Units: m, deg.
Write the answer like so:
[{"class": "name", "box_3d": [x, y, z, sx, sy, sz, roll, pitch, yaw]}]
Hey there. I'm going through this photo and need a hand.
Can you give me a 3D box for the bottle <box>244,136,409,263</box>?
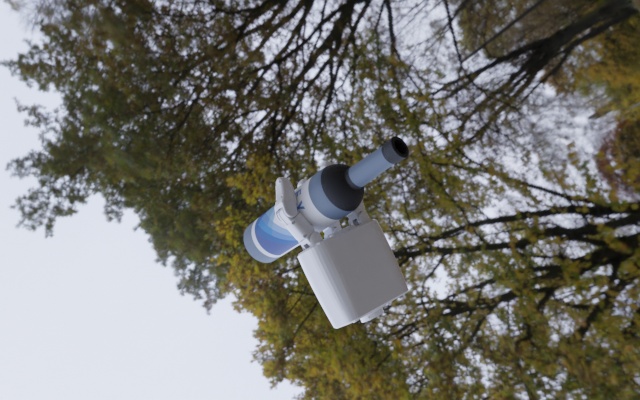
[{"class": "bottle", "box_3d": [0.000, 0.002, 0.627, 0.069, 0.069, 0.296, 0, -25, -41]}]
